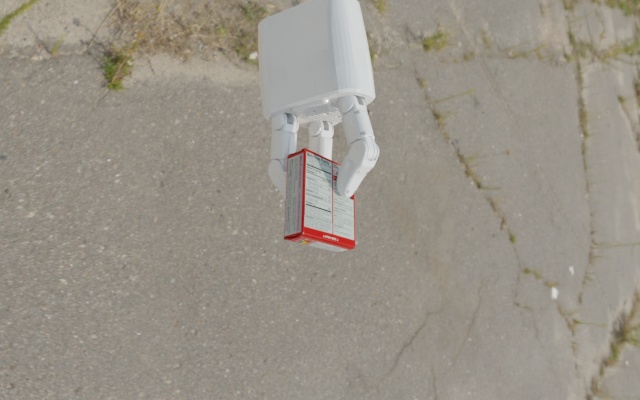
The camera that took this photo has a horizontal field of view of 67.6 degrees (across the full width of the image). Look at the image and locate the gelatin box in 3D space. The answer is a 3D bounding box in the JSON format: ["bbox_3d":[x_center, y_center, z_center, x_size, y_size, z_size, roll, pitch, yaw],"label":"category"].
[{"bbox_3d":[0.000,0.002,0.475,0.030,0.089,0.073,-19,-27,42],"label":"gelatin box"}]
